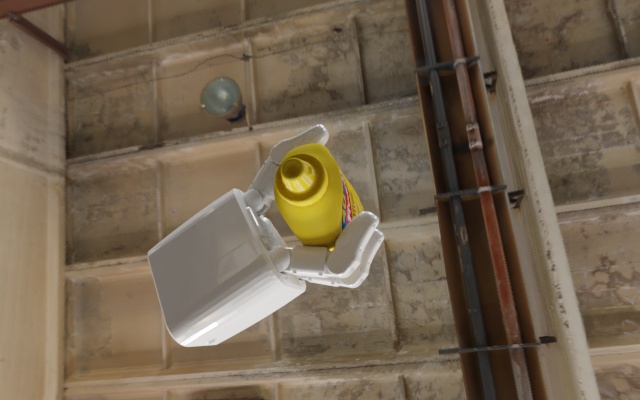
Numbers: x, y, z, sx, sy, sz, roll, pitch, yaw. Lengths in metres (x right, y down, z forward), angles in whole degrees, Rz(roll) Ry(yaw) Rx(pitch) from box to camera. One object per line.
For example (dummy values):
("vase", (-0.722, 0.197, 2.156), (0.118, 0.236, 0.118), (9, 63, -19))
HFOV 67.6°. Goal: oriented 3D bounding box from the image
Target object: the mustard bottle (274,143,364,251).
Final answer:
("mustard bottle", (0.000, 0.001, 0.437), (0.058, 0.096, 0.192), (-10, -17, 11))
